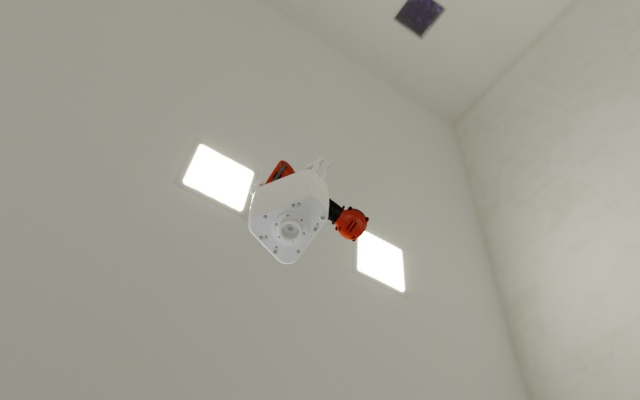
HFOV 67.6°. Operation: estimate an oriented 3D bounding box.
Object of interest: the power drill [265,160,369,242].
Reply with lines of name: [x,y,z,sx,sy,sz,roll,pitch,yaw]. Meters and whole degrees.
power drill: [0.000,0.003,0.844,0.187,0.057,0.184,32,1,3]
